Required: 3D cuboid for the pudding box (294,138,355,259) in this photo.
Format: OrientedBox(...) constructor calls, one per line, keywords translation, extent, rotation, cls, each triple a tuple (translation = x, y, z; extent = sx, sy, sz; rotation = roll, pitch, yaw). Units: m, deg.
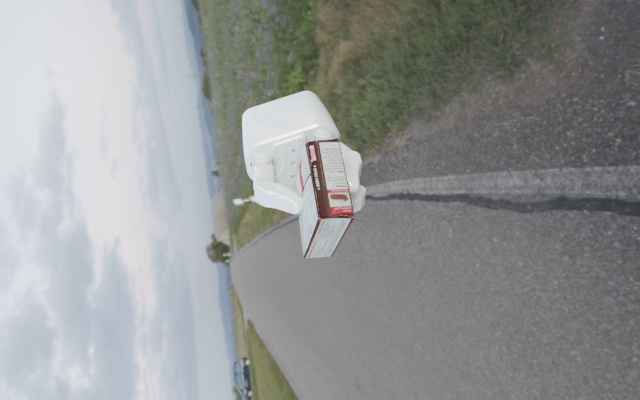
OrientedBox(translation=(0.000, 0.002, 0.507), extent=(0.039, 0.090, 0.113), rotation=(-6, -25, -11), cls="pudding box")
